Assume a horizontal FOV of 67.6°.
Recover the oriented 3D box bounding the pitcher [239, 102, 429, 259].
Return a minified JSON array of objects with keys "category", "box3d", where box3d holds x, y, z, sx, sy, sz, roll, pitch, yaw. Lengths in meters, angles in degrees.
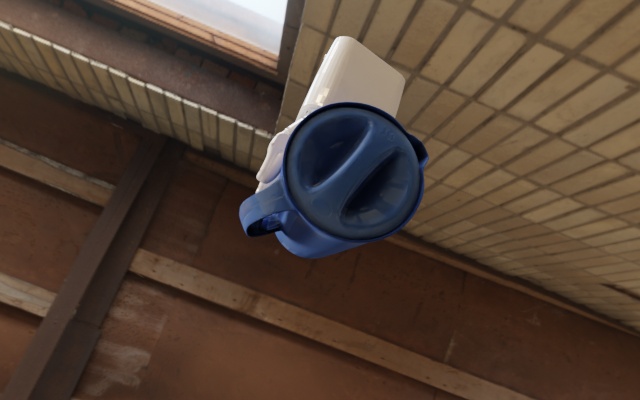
[{"category":"pitcher","box3d":[0.000,0.002,0.536,0.149,0.145,0.243,24,-17,-5]}]
